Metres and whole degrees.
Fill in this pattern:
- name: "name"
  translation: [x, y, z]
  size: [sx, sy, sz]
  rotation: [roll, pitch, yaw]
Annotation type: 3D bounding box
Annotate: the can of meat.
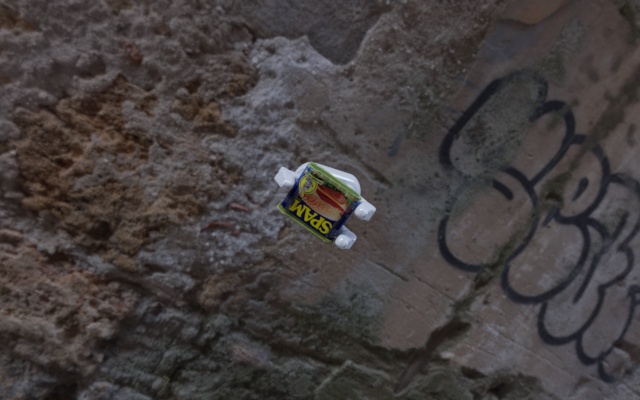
- name: "can of meat"
  translation: [0.000, 0.002, 0.724]
  size: [0.102, 0.084, 0.057]
  rotation: [35, 11, 0]
